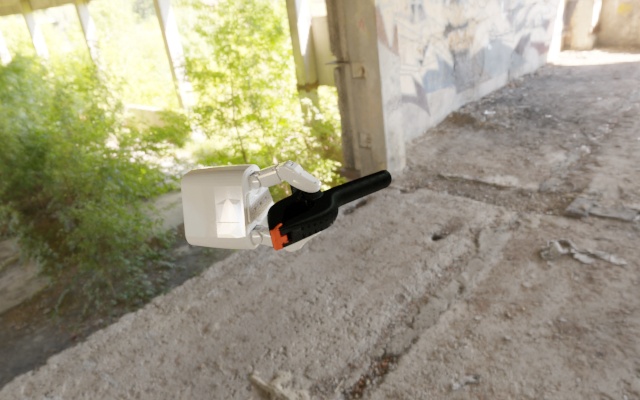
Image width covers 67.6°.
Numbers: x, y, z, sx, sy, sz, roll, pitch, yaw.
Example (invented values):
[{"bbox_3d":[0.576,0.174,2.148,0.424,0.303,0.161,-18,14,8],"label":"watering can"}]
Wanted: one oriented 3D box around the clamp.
[{"bbox_3d":[0.000,0.002,0.642,0.164,0.036,0.210,-2,25,21],"label":"clamp"}]
